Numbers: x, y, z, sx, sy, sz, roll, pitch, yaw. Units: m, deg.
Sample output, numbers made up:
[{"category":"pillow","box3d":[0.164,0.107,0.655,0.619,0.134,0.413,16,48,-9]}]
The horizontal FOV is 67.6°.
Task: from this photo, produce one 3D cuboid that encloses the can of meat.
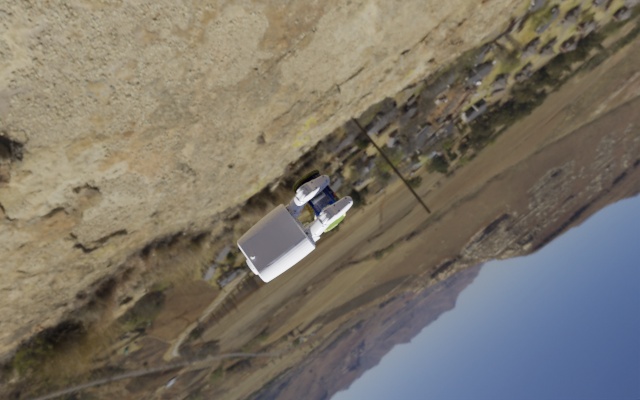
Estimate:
[{"category":"can of meat","box3d":[0.000,0.003,0.870,0.057,0.084,0.102,-36,-17,-7]}]
